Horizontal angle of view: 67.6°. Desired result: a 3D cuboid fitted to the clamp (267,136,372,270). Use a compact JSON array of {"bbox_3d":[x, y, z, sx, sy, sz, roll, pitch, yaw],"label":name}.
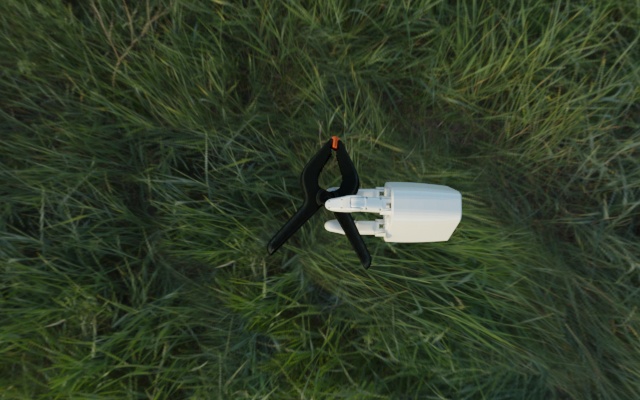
[{"bbox_3d":[0.000,0.002,0.759,0.164,0.210,0.036,2,-8,0],"label":"clamp"}]
